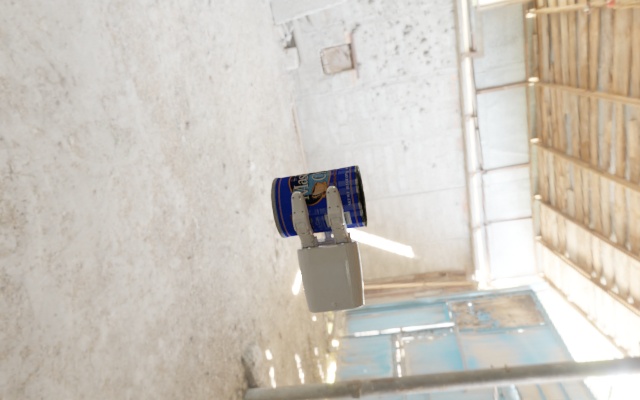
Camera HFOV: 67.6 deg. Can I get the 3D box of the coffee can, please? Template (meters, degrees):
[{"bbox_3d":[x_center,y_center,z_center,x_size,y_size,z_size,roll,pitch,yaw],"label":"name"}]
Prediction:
[{"bbox_3d":[0.000,0.002,0.787,0.140,0.103,0.103,-8,-2,10],"label":"coffee can"}]
